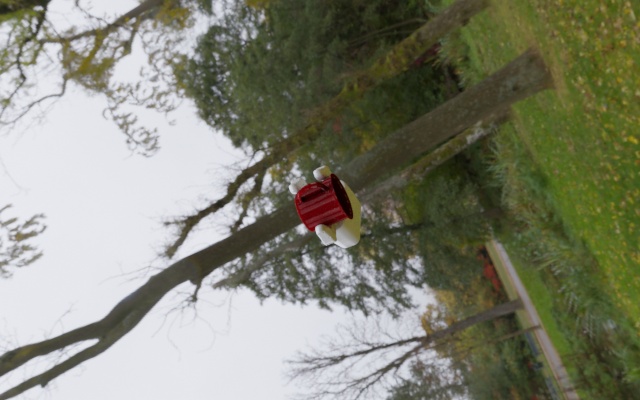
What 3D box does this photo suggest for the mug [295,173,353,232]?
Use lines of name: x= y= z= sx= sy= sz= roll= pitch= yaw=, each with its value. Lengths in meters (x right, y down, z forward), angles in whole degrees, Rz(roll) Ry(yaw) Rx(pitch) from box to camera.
mug: x=-0.001 y=0.002 z=0.881 sx=0.081 sy=0.093 sz=0.117 roll=-24 pitch=-32 yaw=15
